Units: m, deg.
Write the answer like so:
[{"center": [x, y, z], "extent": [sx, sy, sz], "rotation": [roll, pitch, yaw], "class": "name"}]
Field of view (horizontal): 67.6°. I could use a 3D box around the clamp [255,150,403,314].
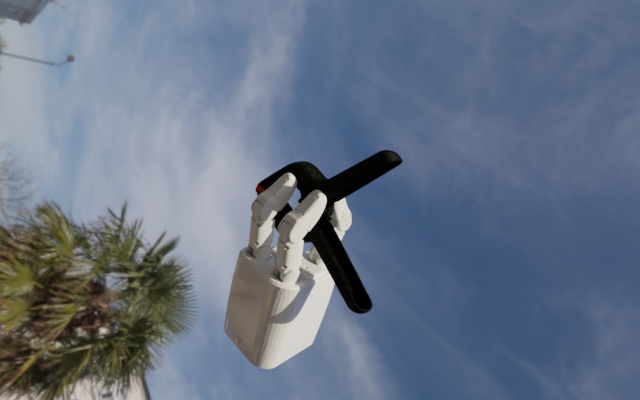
[{"center": [0.000, 0.002, 0.524], "extent": [0.036, 0.164, 0.210], "rotation": [1, 21, -42], "class": "clamp"}]
